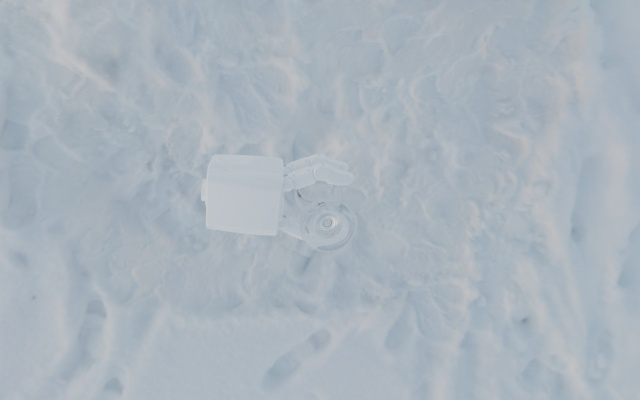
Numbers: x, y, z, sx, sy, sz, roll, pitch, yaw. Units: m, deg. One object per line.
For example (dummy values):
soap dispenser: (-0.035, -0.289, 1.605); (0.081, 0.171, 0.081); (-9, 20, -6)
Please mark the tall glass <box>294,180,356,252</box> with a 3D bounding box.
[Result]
tall glass: (0.000, 0.003, 0.718); (0.079, 0.079, 0.201); (0, 19, -6)
